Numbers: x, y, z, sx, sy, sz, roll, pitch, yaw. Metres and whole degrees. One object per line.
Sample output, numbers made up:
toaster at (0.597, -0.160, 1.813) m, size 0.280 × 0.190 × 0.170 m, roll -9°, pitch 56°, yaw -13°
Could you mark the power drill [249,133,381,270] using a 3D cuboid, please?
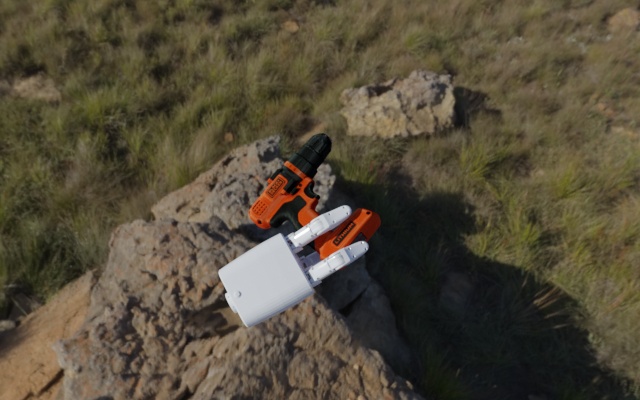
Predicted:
power drill at (0.000, 0.003, 0.741) m, size 0.187 × 0.184 × 0.057 m, roll 38°, pitch -1°, yaw 31°
